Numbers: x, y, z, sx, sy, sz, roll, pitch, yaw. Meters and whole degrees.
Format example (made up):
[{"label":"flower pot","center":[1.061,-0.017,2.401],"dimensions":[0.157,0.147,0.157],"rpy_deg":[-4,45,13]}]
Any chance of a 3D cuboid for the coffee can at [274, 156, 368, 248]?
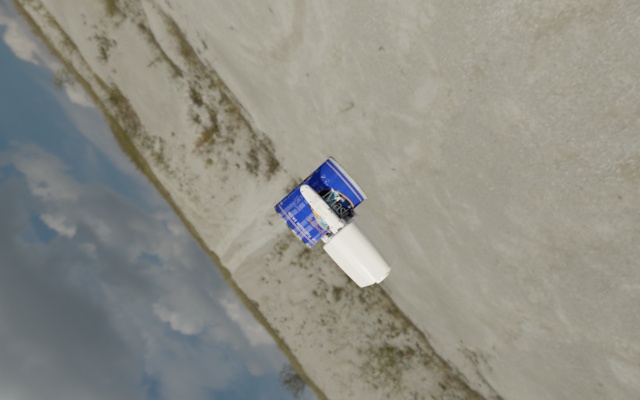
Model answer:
[{"label":"coffee can","center":[0.000,0.003,0.873],"dimensions":[0.140,0.103,0.103],"rpy_deg":[-42,-1,1]}]
